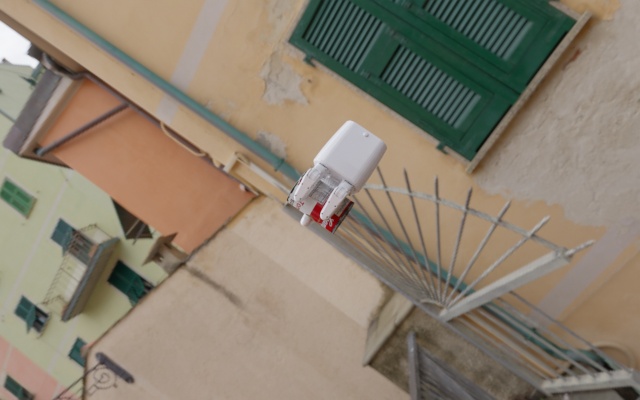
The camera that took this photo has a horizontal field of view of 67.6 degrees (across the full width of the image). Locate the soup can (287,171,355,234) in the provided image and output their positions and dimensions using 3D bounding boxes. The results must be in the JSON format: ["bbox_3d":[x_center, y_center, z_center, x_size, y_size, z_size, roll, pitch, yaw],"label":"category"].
[{"bbox_3d":[0.000,0.003,0.848,0.102,0.068,0.068,35,4,6],"label":"soup can"}]
